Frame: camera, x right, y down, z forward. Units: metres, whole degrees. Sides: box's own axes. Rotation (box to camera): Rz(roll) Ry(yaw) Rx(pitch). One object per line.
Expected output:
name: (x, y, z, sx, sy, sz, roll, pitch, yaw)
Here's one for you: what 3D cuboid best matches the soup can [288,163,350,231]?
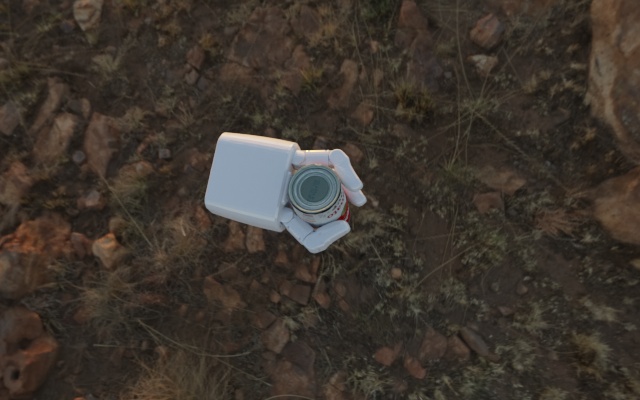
soup can: (0.000, 0.002, 0.620, 0.068, 0.068, 0.102, 0, -20, 10)
